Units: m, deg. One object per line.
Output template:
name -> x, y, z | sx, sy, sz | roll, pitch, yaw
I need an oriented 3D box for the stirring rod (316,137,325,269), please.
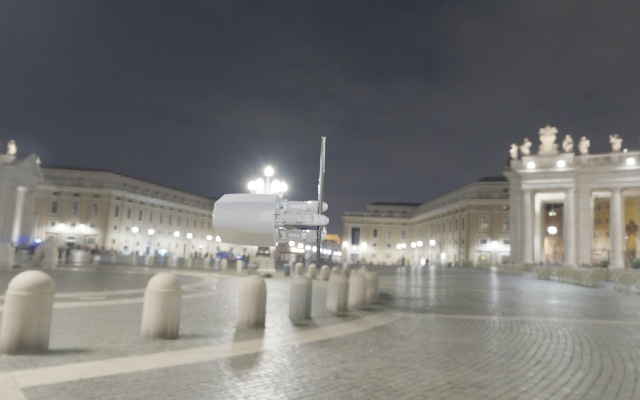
stirring rod -> 0.000, 0.003, 0.865 | 0.011, 0.239, 0.011 | 2, -7, 0
